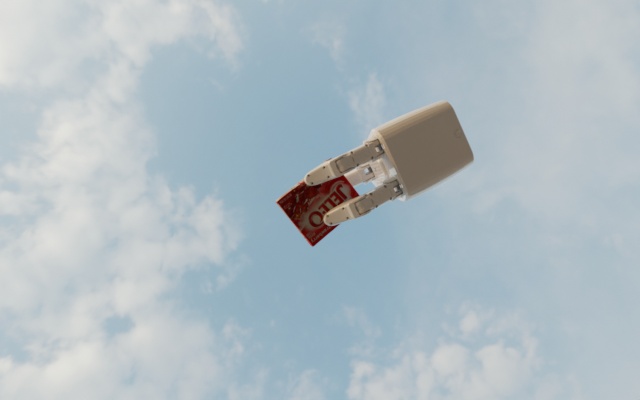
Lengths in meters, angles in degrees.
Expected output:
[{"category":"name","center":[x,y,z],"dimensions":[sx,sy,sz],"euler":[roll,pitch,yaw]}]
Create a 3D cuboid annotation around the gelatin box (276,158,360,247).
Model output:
[{"category":"gelatin box","center":[0.000,0.002,0.604],"dimensions":[0.089,0.073,0.030],"euler":[-39,7,-5]}]
